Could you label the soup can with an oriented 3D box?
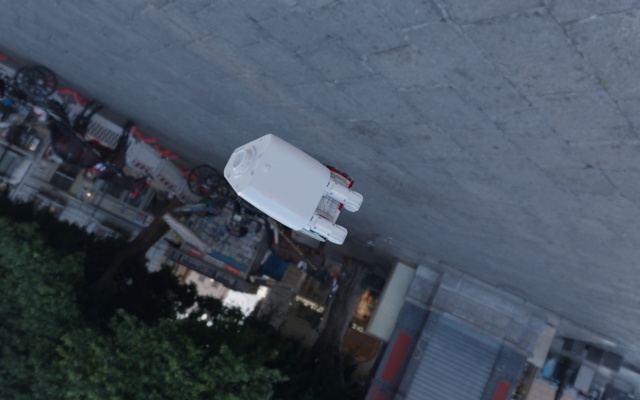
[{"bbox_3d":[0.000,0.003,0.724,0.068,0.102,0.068,25,-10,5],"label":"soup can"}]
